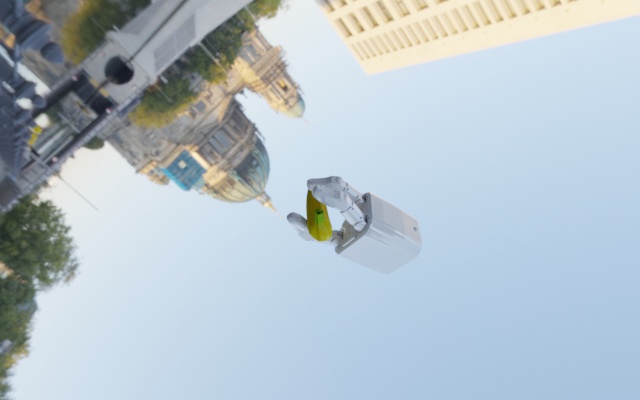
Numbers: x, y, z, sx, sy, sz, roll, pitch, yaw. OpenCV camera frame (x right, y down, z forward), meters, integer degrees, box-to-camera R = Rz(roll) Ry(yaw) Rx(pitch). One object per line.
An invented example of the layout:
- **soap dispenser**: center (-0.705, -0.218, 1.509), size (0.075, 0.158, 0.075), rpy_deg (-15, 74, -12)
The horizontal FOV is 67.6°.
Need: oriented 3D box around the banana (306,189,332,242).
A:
- **banana**: center (-0.002, 0.021, 0.778), size (0.037, 0.070, 0.197), rpy_deg (6, 15, -7)
